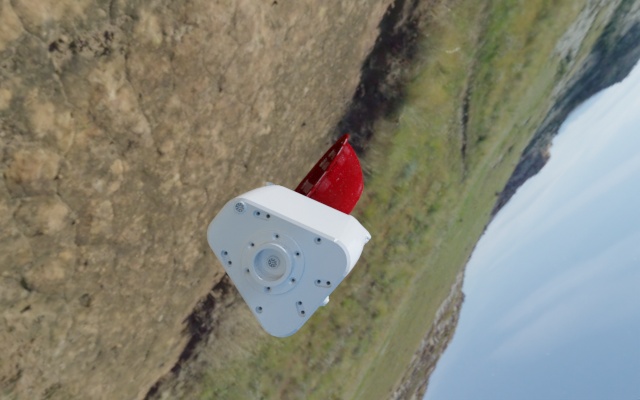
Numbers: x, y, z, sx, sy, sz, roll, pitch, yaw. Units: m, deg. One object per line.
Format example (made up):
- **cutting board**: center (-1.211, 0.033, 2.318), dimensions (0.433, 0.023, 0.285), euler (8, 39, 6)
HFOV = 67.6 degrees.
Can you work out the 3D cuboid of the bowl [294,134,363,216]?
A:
- **bowl**: center (0.001, 0.002, 0.558), dimensions (0.055, 0.162, 0.162), euler (38, -6, -8)
